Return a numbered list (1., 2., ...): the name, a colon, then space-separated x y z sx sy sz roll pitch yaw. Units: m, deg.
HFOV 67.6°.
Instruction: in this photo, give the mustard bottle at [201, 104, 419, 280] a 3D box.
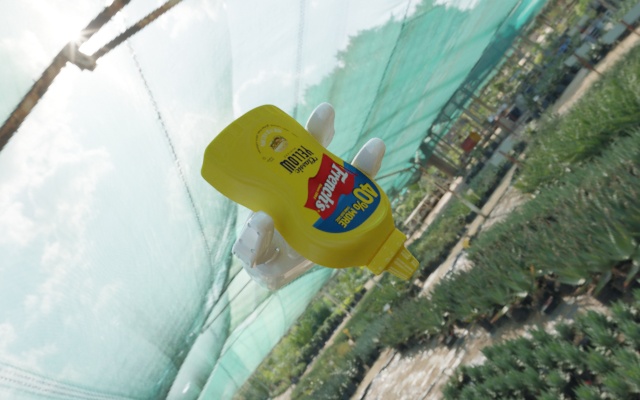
1. mustard bottle: 0.000 0.001 0.402 0.096 0.191 0.058 -45 -11 -41
